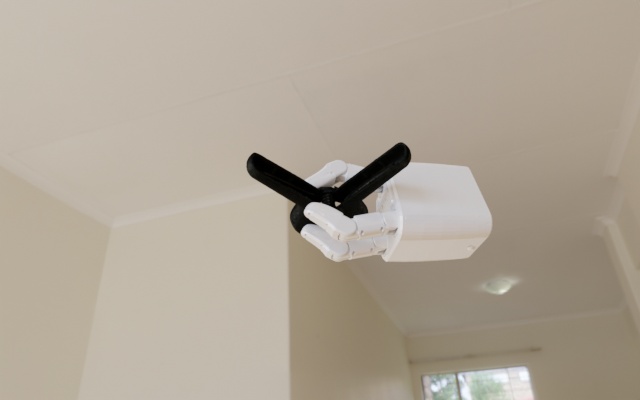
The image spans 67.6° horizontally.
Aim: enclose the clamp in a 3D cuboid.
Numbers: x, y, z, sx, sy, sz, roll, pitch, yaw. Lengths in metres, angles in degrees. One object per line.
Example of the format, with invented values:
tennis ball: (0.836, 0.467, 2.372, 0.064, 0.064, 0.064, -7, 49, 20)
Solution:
clamp: (0.000, 0.001, 0.551, 0.164, 0.036, 0.210, 0, -30, -7)
